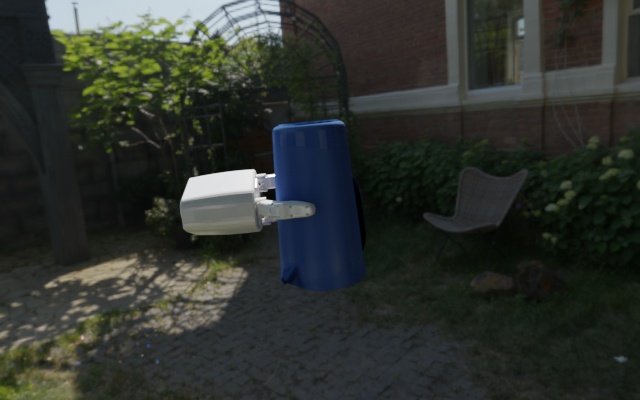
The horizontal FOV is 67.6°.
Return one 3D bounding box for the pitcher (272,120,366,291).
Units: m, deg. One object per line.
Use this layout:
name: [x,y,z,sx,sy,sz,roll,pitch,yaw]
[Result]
pitcher: [0.000,0.002,0.727,0.145,0.243,0.149,-6,11,-1]
